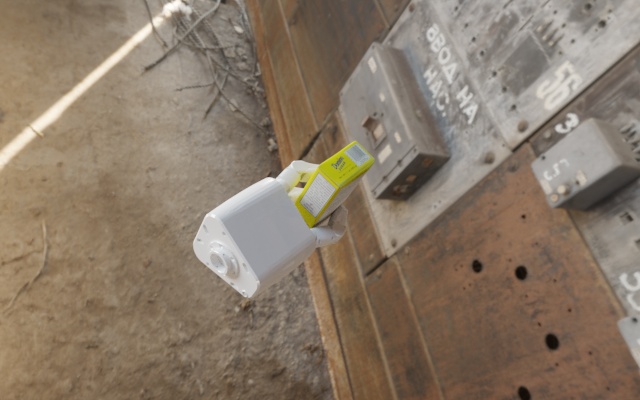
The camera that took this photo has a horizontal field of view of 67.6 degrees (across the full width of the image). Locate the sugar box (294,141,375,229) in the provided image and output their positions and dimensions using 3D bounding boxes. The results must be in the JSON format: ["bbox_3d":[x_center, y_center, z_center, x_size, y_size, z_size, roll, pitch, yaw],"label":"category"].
[{"bbox_3d":[0.000,0.002,0.670,0.093,0.048,0.176,-36,-11,-44],"label":"sugar box"}]
